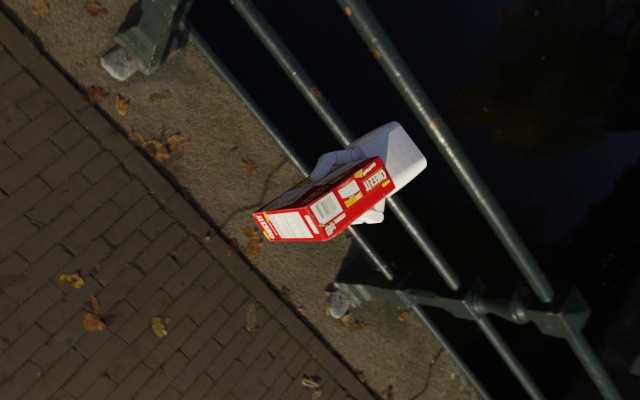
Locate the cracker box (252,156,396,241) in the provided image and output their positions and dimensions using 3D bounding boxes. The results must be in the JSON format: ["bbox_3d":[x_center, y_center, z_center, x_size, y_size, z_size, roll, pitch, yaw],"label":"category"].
[{"bbox_3d":[0.000,0.003,0.826,0.164,0.072,0.214,-35,13,-27],"label":"cracker box"}]
